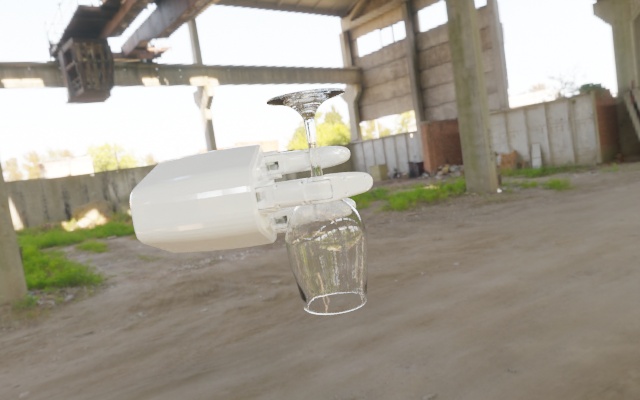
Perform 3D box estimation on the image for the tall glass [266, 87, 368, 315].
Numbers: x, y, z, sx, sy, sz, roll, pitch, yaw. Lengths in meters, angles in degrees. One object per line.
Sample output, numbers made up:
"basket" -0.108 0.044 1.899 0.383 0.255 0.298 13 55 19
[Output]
"tall glass" 0.000 0.001 0.452 0.079 0.201 0.079 -9 5 1
